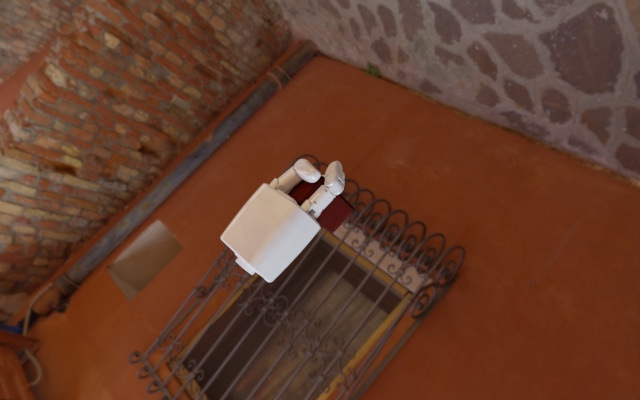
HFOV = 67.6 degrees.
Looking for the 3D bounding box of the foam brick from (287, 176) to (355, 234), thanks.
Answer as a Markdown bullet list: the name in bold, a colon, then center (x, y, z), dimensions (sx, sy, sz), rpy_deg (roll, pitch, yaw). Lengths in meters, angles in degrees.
- **foam brick**: center (0.000, 0.002, 0.711), dimensions (0.078, 0.051, 0.053), rpy_deg (44, -9, -29)
